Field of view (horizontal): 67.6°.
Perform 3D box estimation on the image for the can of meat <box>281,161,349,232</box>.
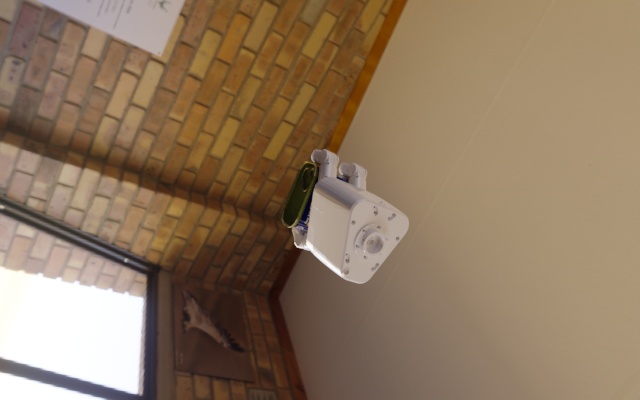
[{"bbox_3d":[0.000,0.003,0.725,0.084,0.102,0.057,20,3,-28],"label":"can of meat"}]
